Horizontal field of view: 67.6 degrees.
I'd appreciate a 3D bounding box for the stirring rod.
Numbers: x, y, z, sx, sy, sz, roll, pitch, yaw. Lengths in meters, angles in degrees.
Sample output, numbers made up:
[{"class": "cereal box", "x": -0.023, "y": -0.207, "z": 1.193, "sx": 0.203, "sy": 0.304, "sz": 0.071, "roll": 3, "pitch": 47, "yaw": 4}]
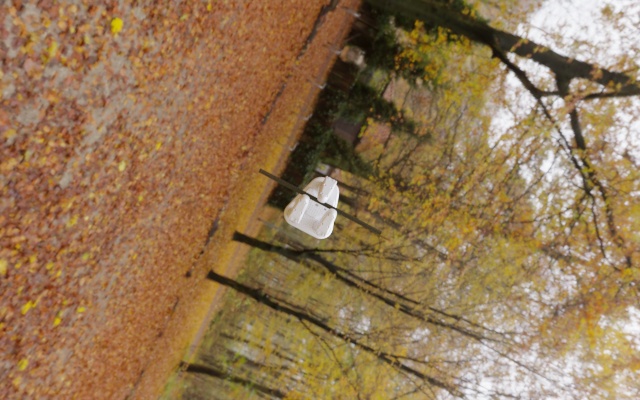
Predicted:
[{"class": "stirring rod", "x": 0.000, "y": 0.003, "z": 0.839, "sx": 0.239, "sy": 0.011, "sz": 0.011, "roll": 28, "pitch": -2, "yaw": -3}]
